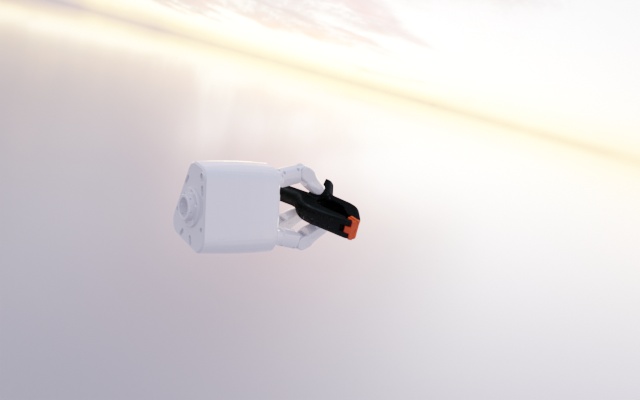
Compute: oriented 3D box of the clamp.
[{"bbox_3d":[0.000,0.002,0.719,0.164,0.036,0.210,-2,22,-40],"label":"clamp"}]
